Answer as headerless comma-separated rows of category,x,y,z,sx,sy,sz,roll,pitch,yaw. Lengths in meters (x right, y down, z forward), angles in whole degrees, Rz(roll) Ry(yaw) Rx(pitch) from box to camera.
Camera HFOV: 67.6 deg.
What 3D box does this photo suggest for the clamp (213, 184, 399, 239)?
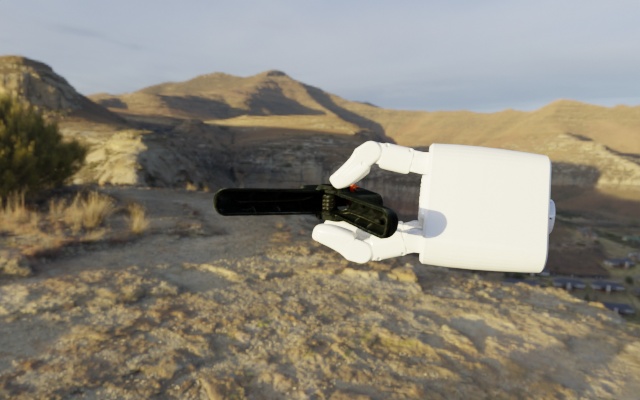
clamp,0.000,0.001,0.487,0.164,0.036,0.210,7,7,11
